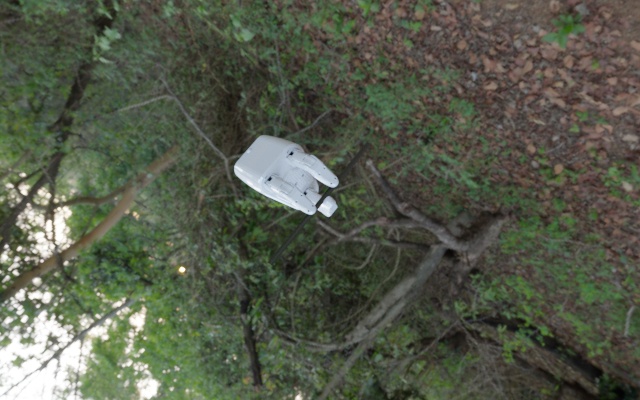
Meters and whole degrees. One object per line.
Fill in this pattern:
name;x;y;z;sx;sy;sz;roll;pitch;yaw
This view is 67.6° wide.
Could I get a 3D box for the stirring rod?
stirring rod;0.000;0.002;0.727;0.011;0.239;0.011;38;-10;8
